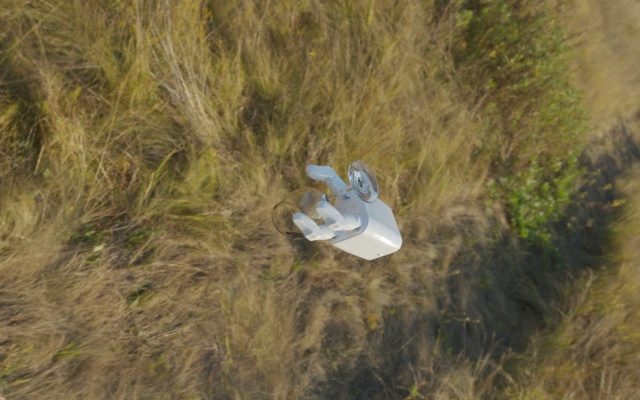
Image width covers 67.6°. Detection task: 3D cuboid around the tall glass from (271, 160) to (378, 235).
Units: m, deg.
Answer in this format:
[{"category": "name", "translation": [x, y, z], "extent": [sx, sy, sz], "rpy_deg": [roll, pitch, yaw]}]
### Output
[{"category": "tall glass", "translation": [0.001, 0.002, 0.832], "extent": [0.201, 0.079, 0.079], "rpy_deg": [-25, -16, 38]}]
